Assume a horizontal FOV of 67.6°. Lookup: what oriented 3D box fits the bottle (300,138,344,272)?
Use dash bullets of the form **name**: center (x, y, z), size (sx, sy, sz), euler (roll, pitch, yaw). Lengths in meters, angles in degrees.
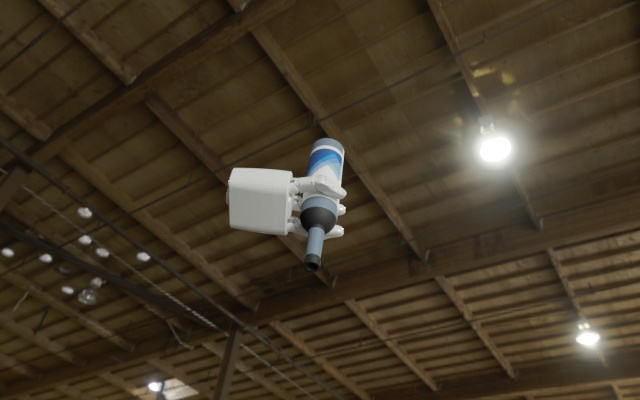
- **bottle**: center (0.000, 0.003, 0.865), size (0.069, 0.069, 0.295), euler (4, 45, 4)
